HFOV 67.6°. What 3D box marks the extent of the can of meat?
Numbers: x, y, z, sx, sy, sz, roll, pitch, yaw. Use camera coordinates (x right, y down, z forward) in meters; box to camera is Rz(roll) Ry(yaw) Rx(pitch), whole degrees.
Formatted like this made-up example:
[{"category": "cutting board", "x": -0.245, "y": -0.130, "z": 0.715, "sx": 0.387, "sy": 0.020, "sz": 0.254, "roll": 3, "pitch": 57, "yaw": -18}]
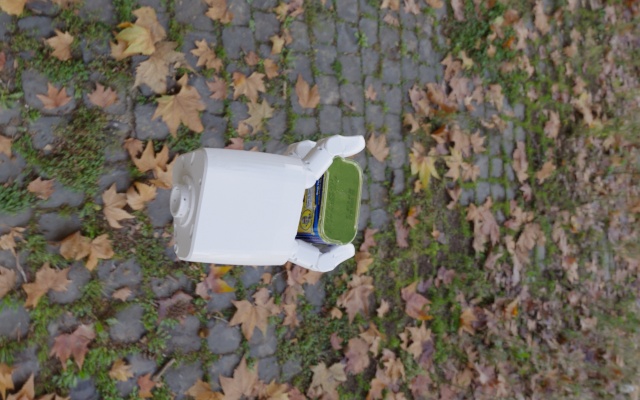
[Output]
[{"category": "can of meat", "x": 0.000, "y": 0.002, "z": 0.551, "sx": 0.057, "sy": 0.102, "sz": 0.084, "roll": 11, "pitch": -8, "yaw": -34}]
